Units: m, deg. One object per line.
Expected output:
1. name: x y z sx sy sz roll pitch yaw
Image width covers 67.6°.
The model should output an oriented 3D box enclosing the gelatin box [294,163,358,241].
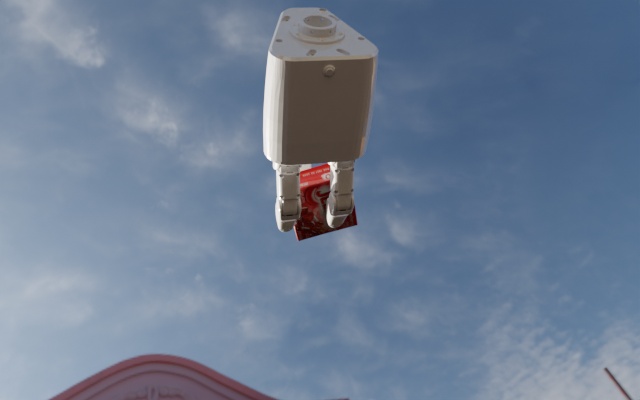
1. gelatin box: 0.000 0.002 0.533 0.073 0.030 0.089 -15 -41 -3
